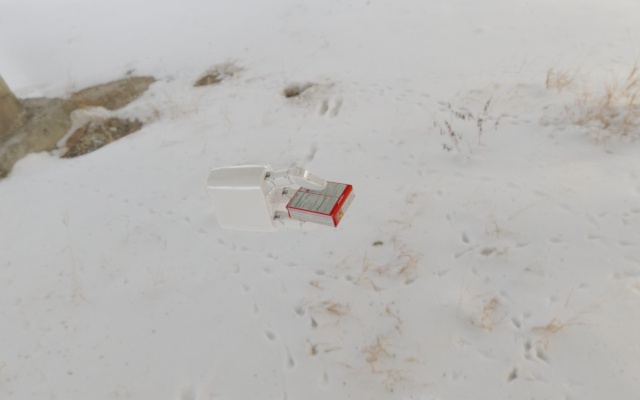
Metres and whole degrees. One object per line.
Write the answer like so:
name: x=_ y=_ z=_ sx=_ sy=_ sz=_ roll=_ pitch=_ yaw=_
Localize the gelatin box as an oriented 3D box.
gelatin box: x=0.000 y=0.002 z=0.765 sx=0.089 sy=0.030 sz=0.073 roll=9 pitch=47 yaw=29
